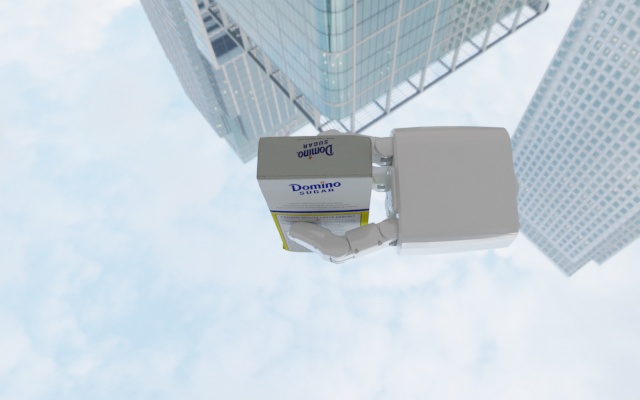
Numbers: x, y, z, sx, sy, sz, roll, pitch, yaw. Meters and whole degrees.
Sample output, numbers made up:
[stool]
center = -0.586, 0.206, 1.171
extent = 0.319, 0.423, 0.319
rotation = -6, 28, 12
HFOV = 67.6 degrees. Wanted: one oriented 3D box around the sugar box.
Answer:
[sugar box]
center = 0.000, 0.001, 0.452
extent = 0.093, 0.048, 0.176
rotation = -1, -27, 3
